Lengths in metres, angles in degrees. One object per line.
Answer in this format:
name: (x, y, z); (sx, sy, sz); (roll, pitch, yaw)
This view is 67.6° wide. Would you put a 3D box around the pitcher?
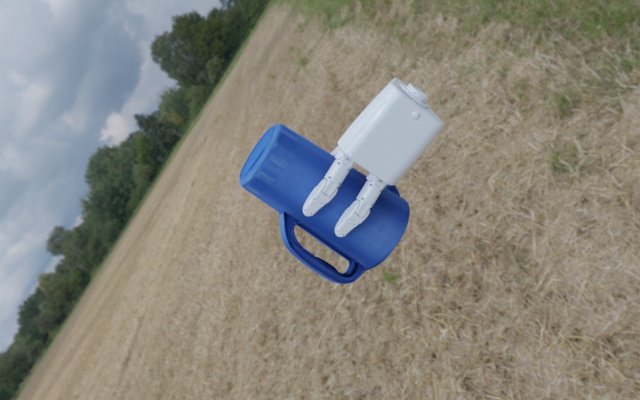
pitcher: (0.000, 0.002, 0.716); (0.243, 0.145, 0.149); (33, 26, -18)
